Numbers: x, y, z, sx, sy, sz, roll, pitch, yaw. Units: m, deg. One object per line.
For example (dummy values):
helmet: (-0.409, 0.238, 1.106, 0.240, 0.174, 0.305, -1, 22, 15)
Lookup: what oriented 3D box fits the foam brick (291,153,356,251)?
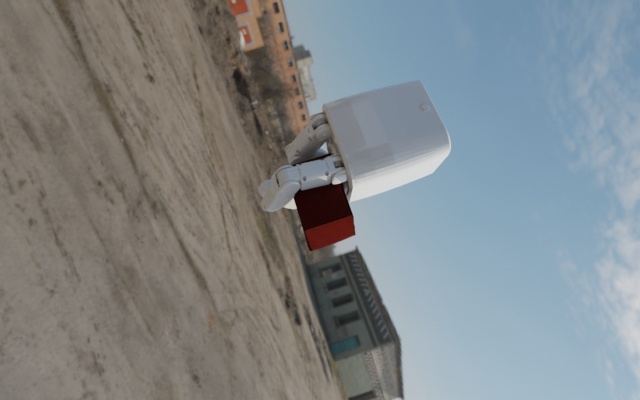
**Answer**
foam brick: (0.000, 0.002, 0.490, 0.051, 0.078, 0.053, -17, -28, -3)
